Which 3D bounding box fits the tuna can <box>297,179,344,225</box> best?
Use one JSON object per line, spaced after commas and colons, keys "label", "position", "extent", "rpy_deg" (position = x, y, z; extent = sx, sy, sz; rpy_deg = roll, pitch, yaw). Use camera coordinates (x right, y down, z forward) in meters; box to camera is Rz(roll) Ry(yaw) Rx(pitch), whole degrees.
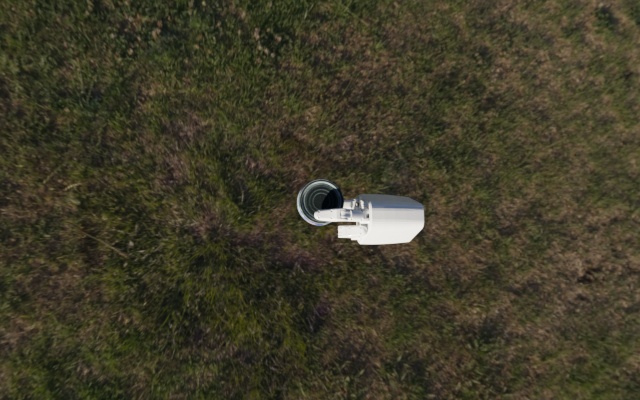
{"label": "tuna can", "position": [0.000, 0.003, 0.884], "extent": [0.086, 0.086, 0.034], "rpy_deg": [0, -4, -7]}
